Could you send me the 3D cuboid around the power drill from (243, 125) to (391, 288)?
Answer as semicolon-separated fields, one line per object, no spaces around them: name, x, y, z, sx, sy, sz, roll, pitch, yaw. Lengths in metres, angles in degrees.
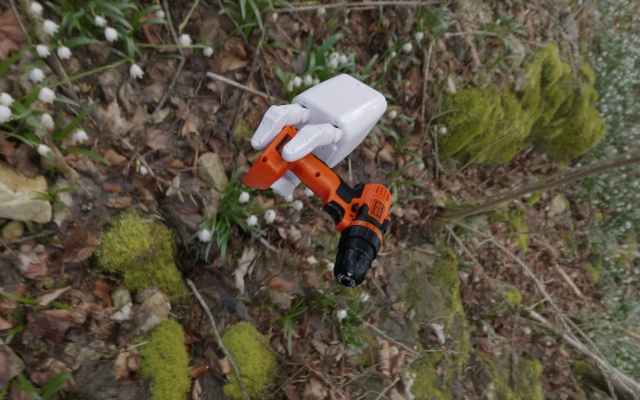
power drill;0.000;0.002;0.598;0.057;0.187;0.184;-47;10;35
